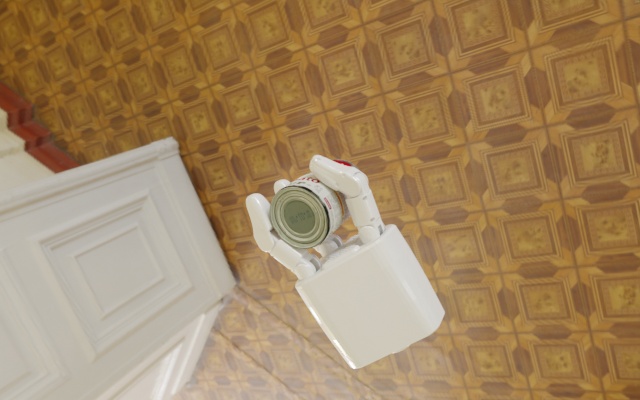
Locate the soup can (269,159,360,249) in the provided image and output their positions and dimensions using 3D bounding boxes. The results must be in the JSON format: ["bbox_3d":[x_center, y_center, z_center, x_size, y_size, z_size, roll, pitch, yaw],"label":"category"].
[{"bbox_3d":[0.000,0.001,0.503,0.068,0.068,0.102,0,19,28],"label":"soup can"}]
